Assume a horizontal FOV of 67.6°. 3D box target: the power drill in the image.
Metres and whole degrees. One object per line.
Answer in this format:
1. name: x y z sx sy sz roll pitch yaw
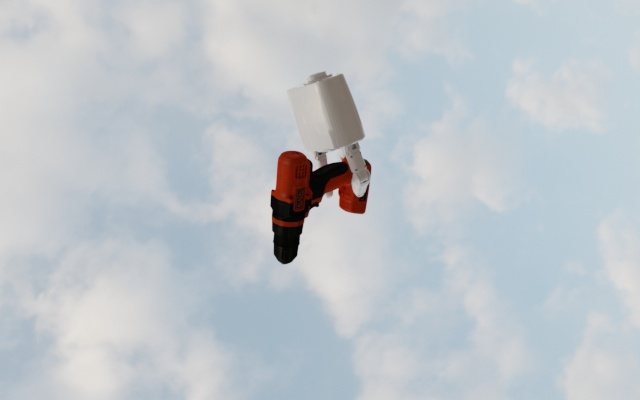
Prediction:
1. power drill: 0.000 0.002 0.784 0.057 0.184 0.187 25 28 39
